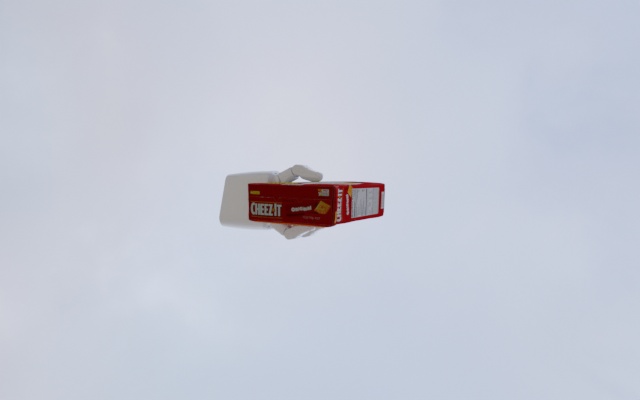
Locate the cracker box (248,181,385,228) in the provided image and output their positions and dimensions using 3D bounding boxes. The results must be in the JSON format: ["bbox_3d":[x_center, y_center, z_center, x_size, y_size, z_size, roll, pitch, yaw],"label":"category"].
[{"bbox_3d":[0.000,0.003,0.844,0.164,0.072,0.213,2,4,28],"label":"cracker box"}]
